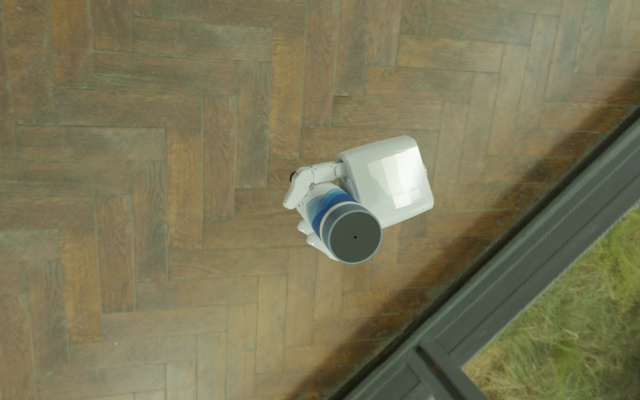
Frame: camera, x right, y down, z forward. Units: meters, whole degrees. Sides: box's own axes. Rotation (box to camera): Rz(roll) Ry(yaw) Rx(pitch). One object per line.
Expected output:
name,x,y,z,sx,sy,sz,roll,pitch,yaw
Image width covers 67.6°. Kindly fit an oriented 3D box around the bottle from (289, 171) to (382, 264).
bottle,0.000,0.002,0.680,0.069,0.069,0.295,0,16,-16
